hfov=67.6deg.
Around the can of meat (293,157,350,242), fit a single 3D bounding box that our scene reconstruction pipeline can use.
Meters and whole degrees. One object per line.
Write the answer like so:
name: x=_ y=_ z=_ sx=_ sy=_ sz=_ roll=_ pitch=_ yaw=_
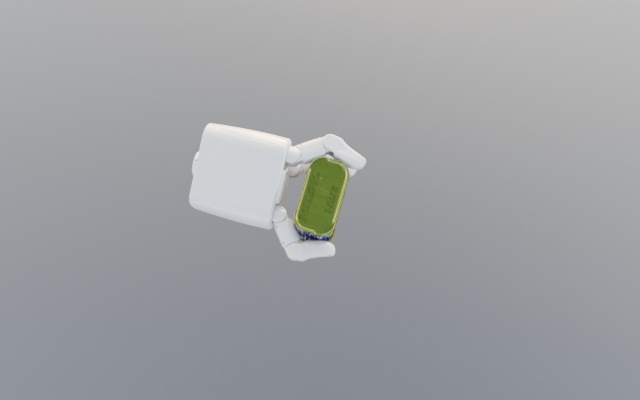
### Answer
can of meat: x=0.000 y=0.002 z=0.610 sx=0.057 sy=0.102 sz=0.084 roll=16 pitch=-12 yaw=2
